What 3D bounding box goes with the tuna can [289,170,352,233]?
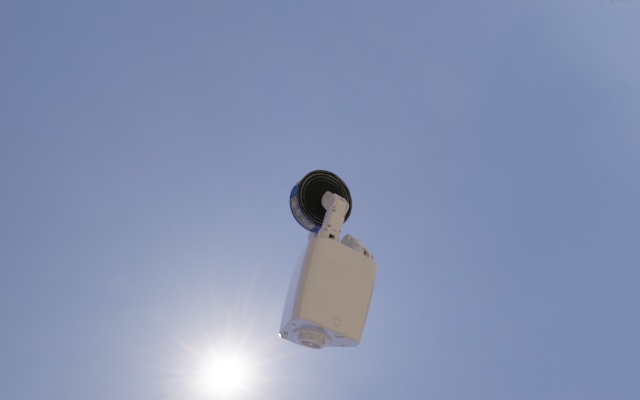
[{"bbox_3d":[0.000,0.002,0.675,0.086,0.086,0.034,0,-19,-30],"label":"tuna can"}]
